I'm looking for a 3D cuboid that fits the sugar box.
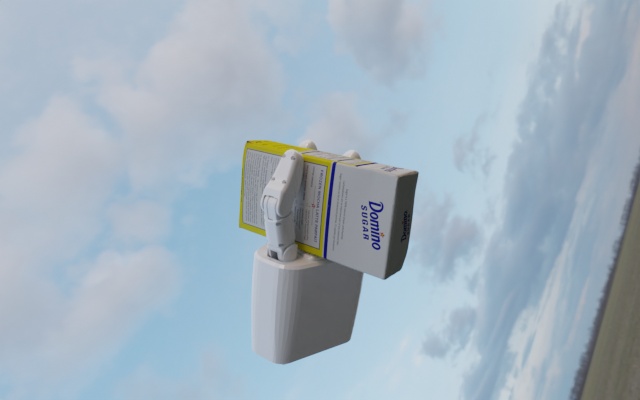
[{"bbox_3d":[0.000,0.002,0.452,0.176,0.093,0.048,16,18,32],"label":"sugar box"}]
